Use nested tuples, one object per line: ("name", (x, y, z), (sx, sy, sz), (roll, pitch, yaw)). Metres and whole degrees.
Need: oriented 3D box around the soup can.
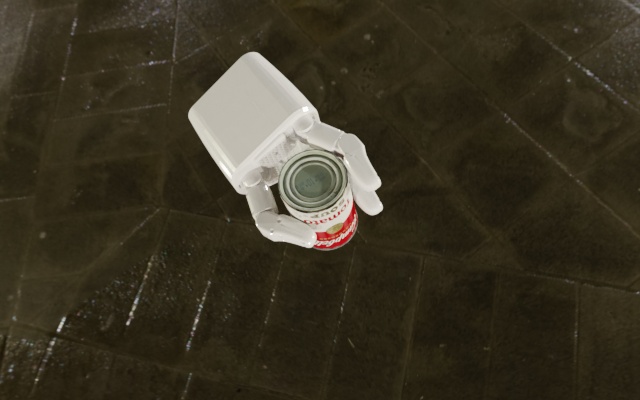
("soup can", (0.000, 0.002, 0.484), (0.068, 0.068, 0.102), (0, -25, 10))
